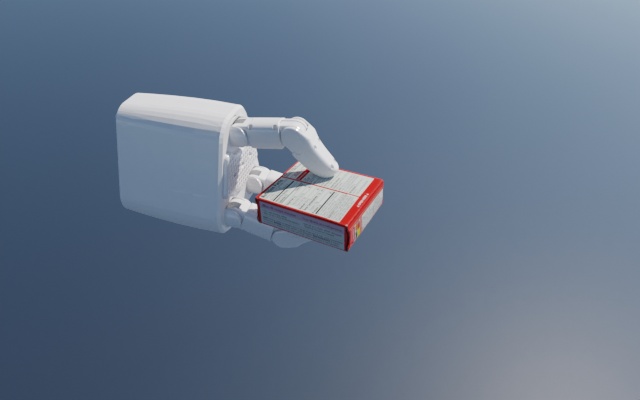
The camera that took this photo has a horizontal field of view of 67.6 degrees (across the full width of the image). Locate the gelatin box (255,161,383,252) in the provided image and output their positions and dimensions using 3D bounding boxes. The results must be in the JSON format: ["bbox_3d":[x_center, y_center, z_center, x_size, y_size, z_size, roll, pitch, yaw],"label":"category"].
[{"bbox_3d":[0.000,0.001,0.413,0.089,0.030,0.073,15,39,24],"label":"gelatin box"}]
